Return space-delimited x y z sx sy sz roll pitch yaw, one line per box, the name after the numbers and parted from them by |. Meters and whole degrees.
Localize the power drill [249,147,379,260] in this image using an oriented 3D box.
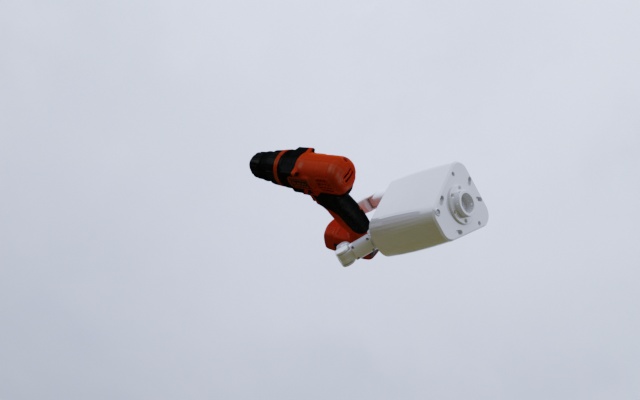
0.001 0.002 0.676 0.184 0.057 0.188 12 -30 45 | power drill
